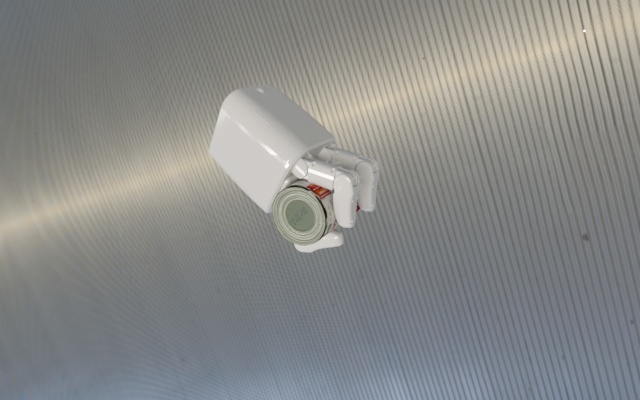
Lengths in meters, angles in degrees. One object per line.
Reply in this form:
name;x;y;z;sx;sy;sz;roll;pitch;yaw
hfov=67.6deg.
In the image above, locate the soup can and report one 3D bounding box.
soup can;0.000;0.002;0.538;0.068;0.068;0.102;0;17;29
